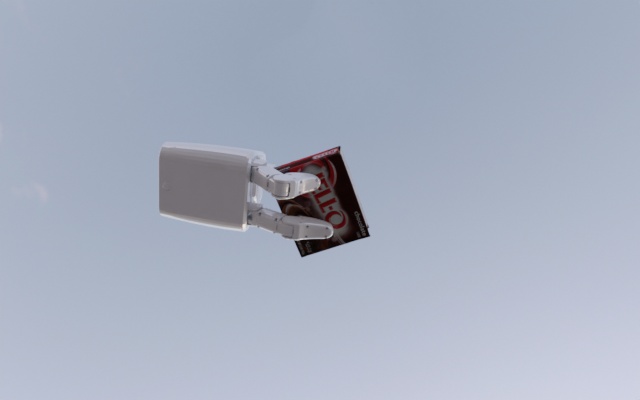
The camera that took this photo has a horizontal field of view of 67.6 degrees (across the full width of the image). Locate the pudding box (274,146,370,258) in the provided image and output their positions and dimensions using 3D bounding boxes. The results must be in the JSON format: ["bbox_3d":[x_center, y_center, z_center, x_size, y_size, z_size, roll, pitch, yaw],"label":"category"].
[{"bbox_3d":[0.000,0.002,0.570,0.090,0.113,0.039,-18,20,11],"label":"pudding box"}]
